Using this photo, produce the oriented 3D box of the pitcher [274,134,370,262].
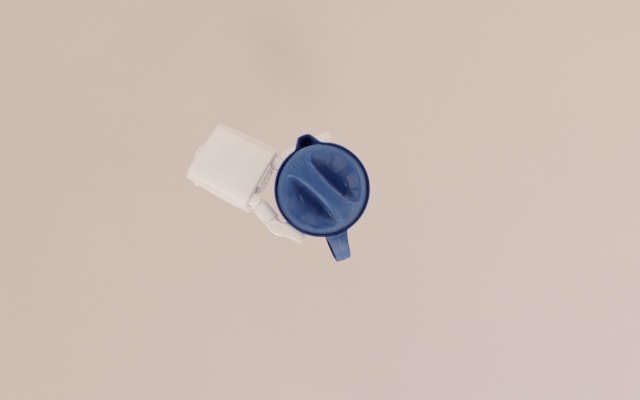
[{"bbox_3d":[0.000,0.002,0.771,0.145,0.149,0.243,25,-5,0],"label":"pitcher"}]
